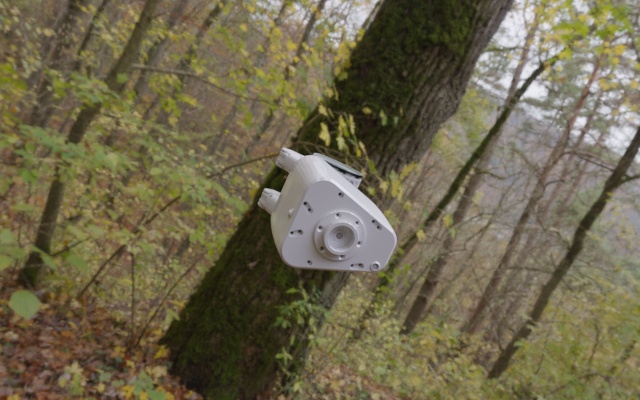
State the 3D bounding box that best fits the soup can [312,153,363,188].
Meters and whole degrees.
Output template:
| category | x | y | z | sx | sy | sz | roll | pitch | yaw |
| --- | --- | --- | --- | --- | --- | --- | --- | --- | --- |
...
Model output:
| category | x | y | z | sx | sy | sz | roll | pitch | yaw |
| --- | --- | --- | --- | --- | --- | --- | --- | --- | --- |
| soup can | 0.000 | 0.002 | 0.578 | 0.068 | 0.102 | 0.068 | 24 | 10 | -4 |
